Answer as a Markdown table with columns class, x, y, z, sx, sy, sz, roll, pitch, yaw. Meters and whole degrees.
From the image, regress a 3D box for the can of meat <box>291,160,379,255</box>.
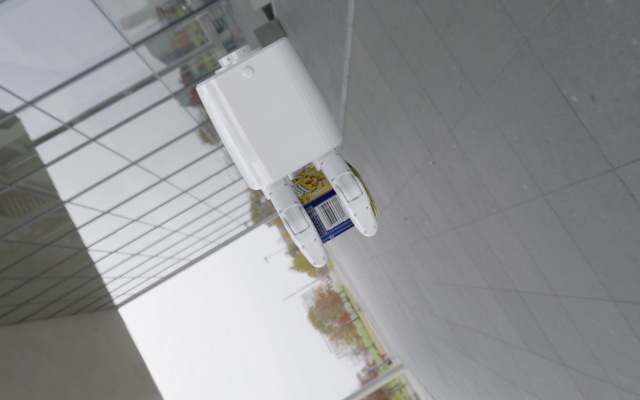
| class | x | y | z | sx | sy | sz | roll | pitch | yaw |
| --- | --- | --- | --- | --- | --- | --- | --- | --- | --- |
| can of meat | 0.000 | 0.002 | 0.490 | 0.084 | 0.057 | 0.102 | -30 | 23 | -4 |
